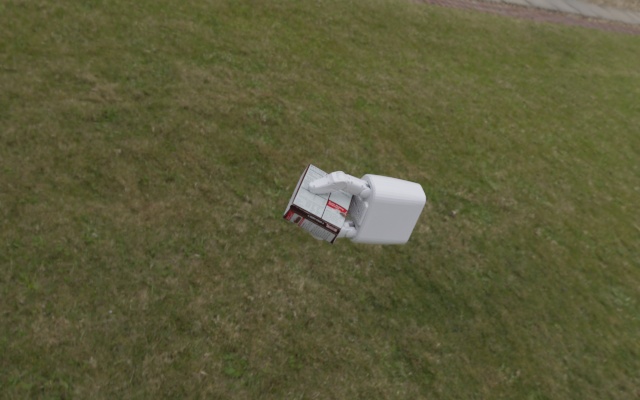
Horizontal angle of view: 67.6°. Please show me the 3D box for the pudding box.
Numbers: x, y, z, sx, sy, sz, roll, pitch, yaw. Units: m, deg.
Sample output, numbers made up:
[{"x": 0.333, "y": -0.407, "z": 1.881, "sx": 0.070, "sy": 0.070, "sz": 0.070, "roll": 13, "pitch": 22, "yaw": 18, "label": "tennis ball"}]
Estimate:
[{"x": 0.000, "y": 0.002, "z": 0.761, "sx": 0.090, "sy": 0.039, "sz": 0.113, "roll": 28, "pitch": 40, "yaw": -6, "label": "pudding box"}]
